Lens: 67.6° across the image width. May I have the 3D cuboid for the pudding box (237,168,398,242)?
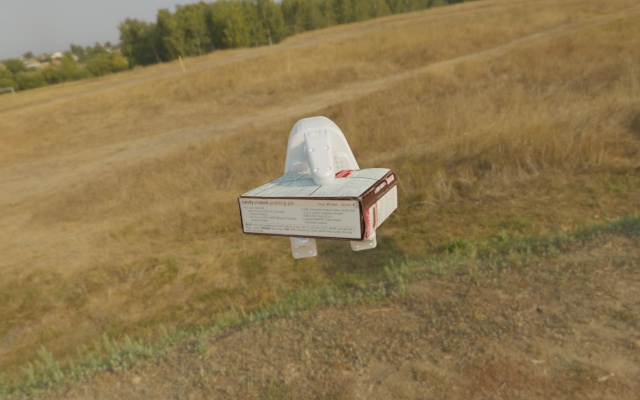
[{"bbox_3d":[0.000,0.001,0.410,0.113,0.039,0.090,-1,17,26],"label":"pudding box"}]
